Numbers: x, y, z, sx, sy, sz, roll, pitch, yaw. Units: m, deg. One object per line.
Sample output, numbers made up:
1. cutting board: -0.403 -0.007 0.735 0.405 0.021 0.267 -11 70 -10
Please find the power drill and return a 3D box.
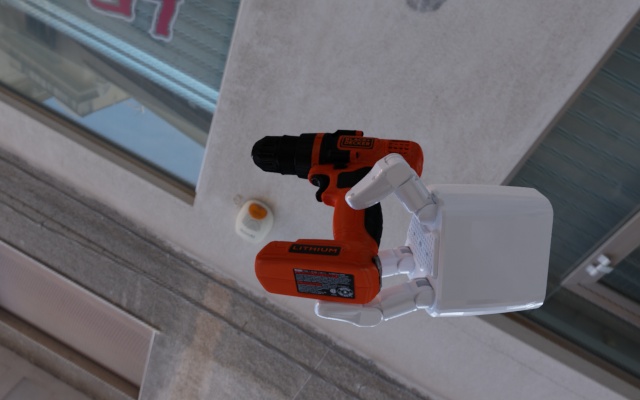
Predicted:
1. power drill: 0.000 0.002 0.458 0.184 0.187 0.057 3 -43 14
